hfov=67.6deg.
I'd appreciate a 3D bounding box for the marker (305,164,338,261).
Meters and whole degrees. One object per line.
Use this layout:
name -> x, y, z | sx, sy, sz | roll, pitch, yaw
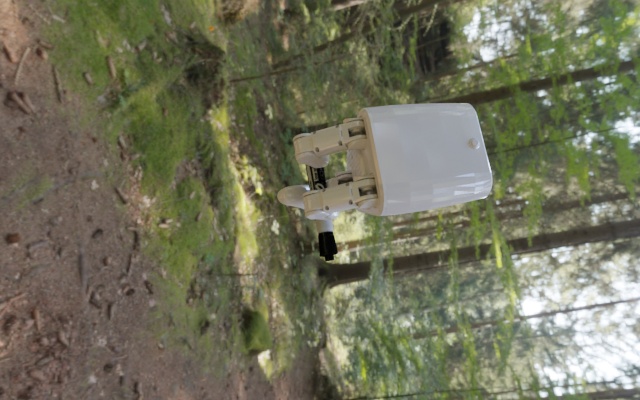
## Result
marker -> 0.000, 0.002, 0.488 | 0.020, 0.121, 0.020 | -9, -12, -2
